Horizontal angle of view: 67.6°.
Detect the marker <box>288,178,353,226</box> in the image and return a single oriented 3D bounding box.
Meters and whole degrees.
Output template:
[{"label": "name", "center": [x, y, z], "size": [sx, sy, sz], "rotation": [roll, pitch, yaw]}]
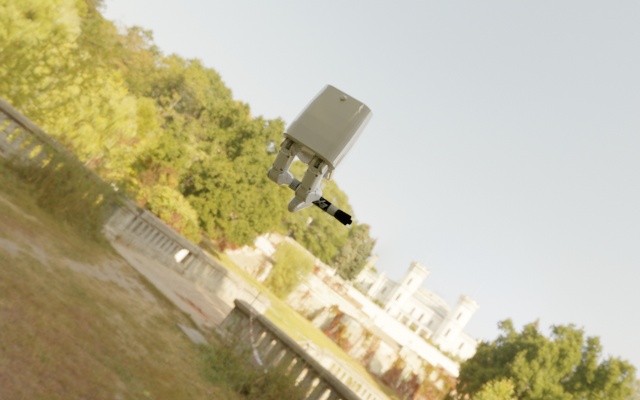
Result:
[{"label": "marker", "center": [0.000, 0.003, 0.755], "size": [0.121, 0.020, 0.020], "rotation": [34, 13, 20]}]
